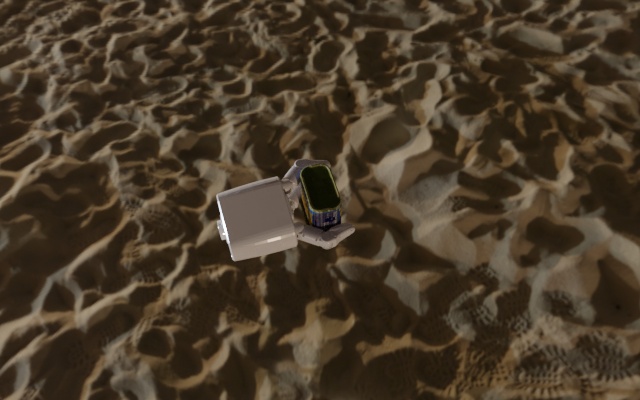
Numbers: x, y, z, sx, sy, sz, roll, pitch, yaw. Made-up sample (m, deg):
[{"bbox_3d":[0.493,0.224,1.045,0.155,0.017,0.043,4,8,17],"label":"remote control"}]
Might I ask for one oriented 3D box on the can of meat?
[{"bbox_3d":[0.000,0.002,0.785,0.057,0.102,0.084,-13,-36,-8],"label":"can of meat"}]
